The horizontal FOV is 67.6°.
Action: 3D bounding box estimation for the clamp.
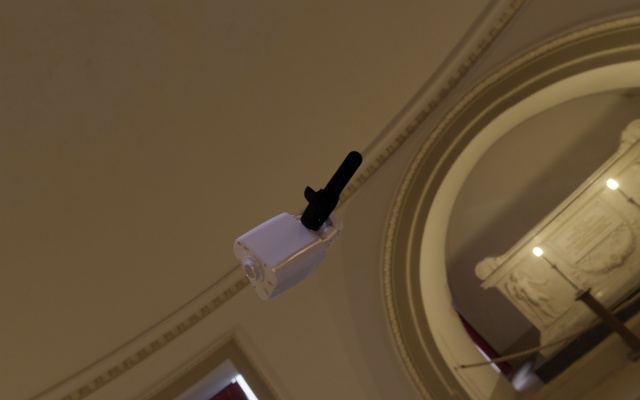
[{"bbox_3d":[0.000,0.002,0.758,0.120,0.039,0.172,-29,-24,-38],"label":"clamp"}]
